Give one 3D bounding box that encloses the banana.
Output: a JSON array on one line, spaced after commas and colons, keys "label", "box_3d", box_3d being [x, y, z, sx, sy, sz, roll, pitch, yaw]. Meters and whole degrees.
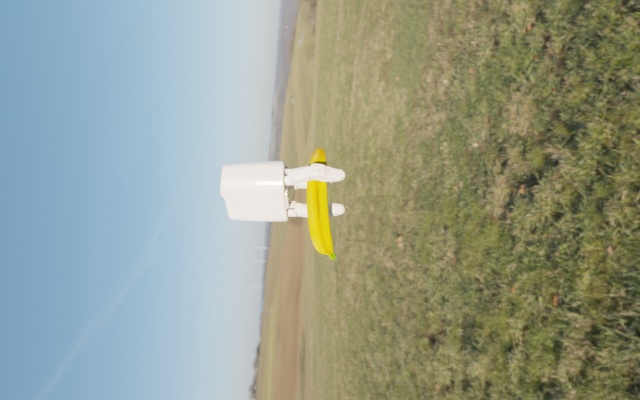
[{"label": "banana", "box_3d": [-0.002, 0.006, 0.814, 0.037, 0.198, 0.069, -5, -2, 9]}]
